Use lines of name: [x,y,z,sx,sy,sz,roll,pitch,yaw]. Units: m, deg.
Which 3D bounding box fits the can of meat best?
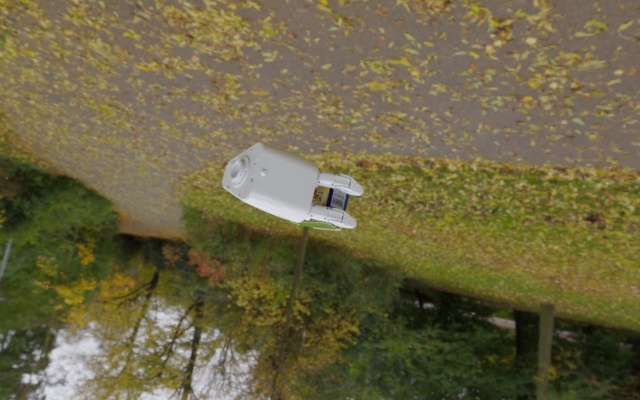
can of meat: [0.000,0.003,0.800,0.057,0.084,0.102,23,-14,-40]
